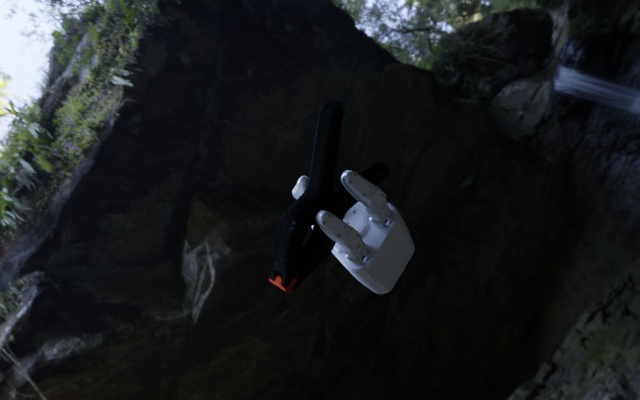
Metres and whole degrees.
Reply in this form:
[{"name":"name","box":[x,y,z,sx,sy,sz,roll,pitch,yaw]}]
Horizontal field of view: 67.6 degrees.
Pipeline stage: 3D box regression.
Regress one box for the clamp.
[{"name":"clamp","box":[-0.001,0.002,0.545,0.036,0.210,0.165,24,-16,37]}]
